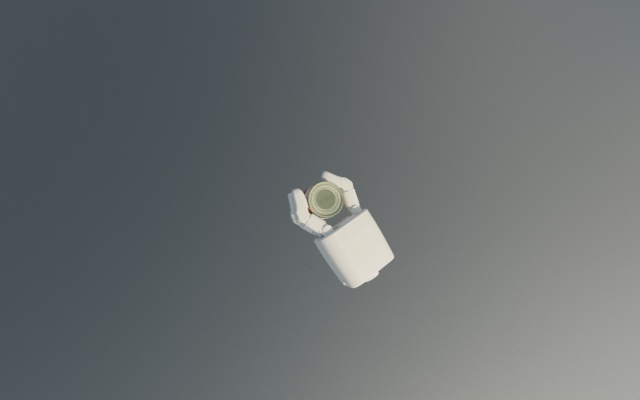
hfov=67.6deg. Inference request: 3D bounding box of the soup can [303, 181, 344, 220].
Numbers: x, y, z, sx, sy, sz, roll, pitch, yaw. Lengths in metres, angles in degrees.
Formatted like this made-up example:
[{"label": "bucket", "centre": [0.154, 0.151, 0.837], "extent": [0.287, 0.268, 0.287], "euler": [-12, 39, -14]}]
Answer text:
[{"label": "soup can", "centre": [0.000, 0.002, 0.891], "extent": [0.068, 0.068, 0.102], "euler": [0, -5, -11]}]
